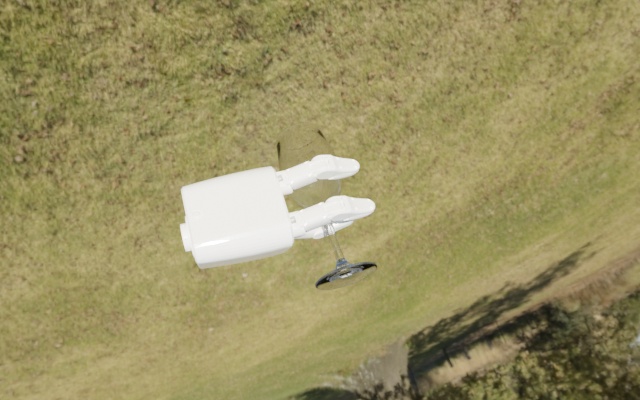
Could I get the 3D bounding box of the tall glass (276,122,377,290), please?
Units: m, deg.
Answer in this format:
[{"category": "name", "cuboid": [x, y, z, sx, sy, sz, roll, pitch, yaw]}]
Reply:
[{"category": "tall glass", "cuboid": [0.000, 0.003, 0.584, 0.079, 0.201, 0.079, -15, -25, -7]}]
